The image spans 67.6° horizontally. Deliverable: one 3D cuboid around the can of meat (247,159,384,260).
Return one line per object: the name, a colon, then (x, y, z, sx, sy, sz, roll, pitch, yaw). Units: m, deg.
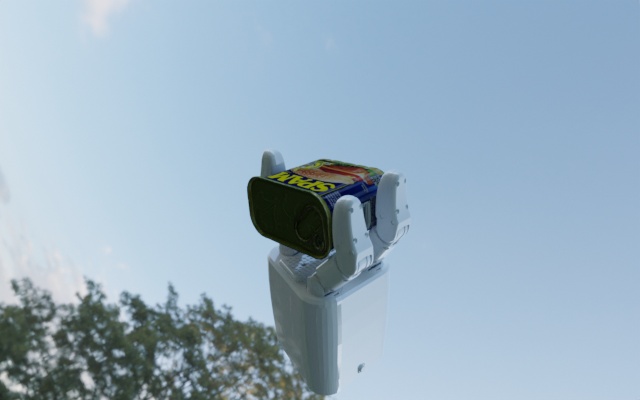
can of meat: (0.000, 0.001, 0.420, 0.084, 0.057, 0.102, -22, 27, -40)
